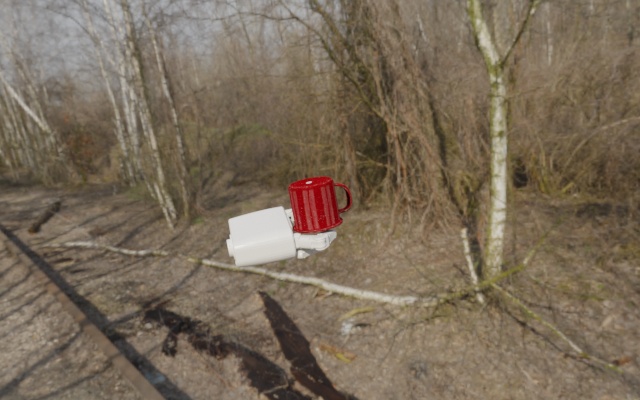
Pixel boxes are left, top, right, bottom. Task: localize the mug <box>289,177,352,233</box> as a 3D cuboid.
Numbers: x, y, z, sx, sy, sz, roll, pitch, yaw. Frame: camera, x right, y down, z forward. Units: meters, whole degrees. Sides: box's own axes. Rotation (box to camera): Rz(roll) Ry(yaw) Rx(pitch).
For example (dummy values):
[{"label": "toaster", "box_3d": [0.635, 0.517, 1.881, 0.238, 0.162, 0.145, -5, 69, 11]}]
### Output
[{"label": "mug", "box_3d": [0.002, 0.002, 0.855, 0.117, 0.081, 0.093, -12, 13, -11]}]
